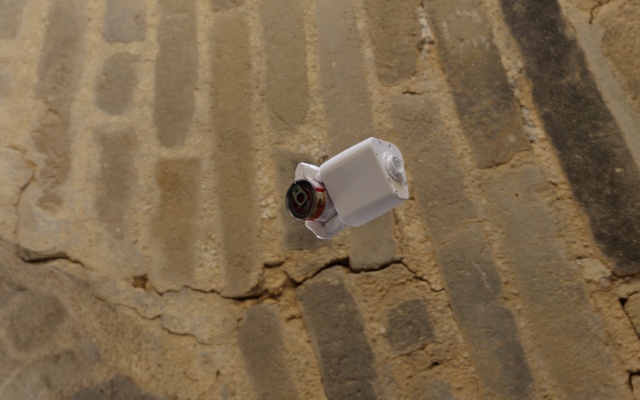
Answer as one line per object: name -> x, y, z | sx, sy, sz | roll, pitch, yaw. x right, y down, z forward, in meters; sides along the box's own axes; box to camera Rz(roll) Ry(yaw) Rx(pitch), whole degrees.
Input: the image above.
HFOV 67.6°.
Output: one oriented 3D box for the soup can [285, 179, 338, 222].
soup can -> 0.000, 0.003, 0.810 | 0.068, 0.068, 0.102 | 0, -5, 41
